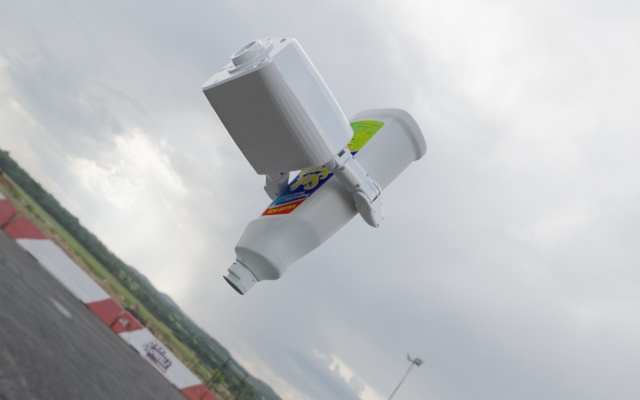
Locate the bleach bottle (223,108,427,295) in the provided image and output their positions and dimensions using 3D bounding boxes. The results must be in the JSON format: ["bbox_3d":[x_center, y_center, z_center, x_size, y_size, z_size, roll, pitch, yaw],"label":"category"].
[{"bbox_3d":[0.000,0.002,0.509,0.250,0.068,0.102,-46,30,-21],"label":"bleach bottle"}]
